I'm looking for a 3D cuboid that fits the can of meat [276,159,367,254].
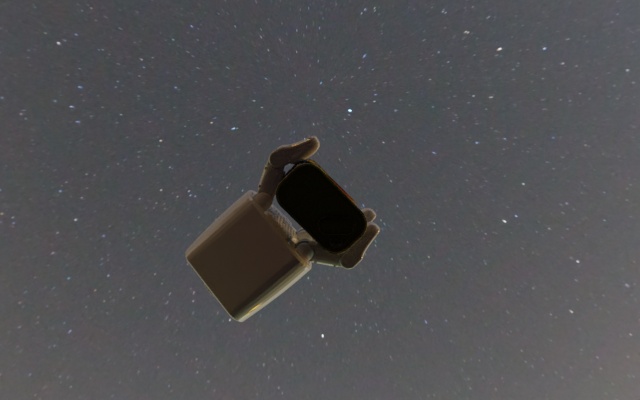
[{"bbox_3d":[0.000,0.002,0.538,0.057,0.102,0.084,-44,9,6],"label":"can of meat"}]
